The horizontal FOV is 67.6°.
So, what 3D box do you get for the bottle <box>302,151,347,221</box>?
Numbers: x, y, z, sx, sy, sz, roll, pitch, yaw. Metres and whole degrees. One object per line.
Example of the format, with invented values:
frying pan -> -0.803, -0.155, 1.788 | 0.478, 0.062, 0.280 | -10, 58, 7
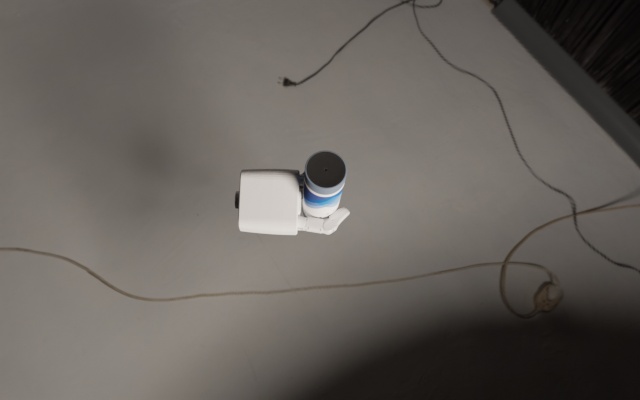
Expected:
bottle -> 0.000, 0.003, 0.881 | 0.069, 0.069, 0.296 | 0, -20, -4
